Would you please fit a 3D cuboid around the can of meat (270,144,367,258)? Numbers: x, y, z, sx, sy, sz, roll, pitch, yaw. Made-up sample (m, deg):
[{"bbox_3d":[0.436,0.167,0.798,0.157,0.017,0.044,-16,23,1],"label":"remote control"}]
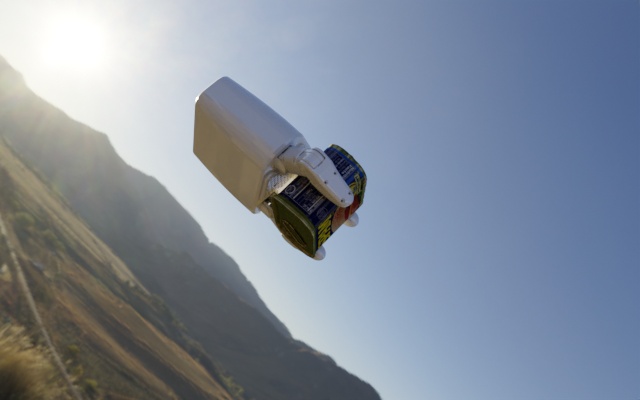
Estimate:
[{"bbox_3d":[0.000,0.001,0.491,0.057,0.084,0.102,40,-18,16],"label":"can of meat"}]
